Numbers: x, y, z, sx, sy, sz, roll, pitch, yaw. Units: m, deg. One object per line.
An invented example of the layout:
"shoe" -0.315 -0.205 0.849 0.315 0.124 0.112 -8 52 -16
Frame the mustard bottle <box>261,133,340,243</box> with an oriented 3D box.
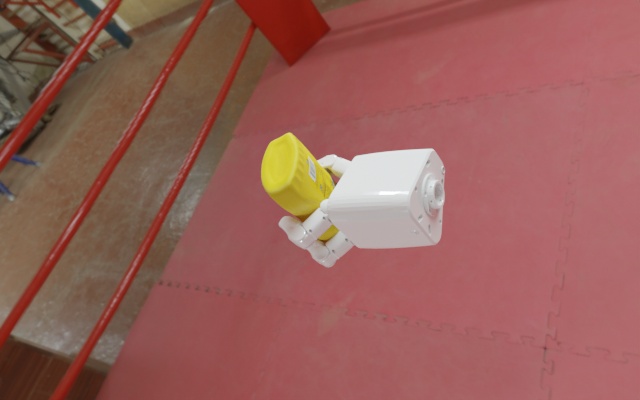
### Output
"mustard bottle" 0.000 0.002 0.637 0.058 0.096 0.192 -25 -45 21
